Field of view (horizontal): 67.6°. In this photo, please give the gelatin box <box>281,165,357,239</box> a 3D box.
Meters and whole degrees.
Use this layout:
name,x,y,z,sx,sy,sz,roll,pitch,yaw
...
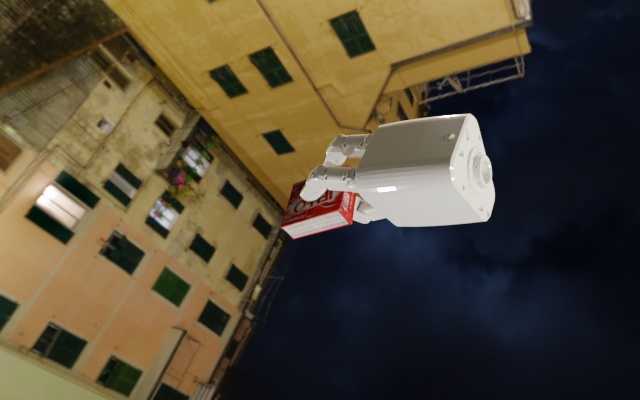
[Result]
name,x,y,z,sx,sy,sz,roll,pitch,yaw
gelatin box,0.000,0.002,0.581,0.089,0.073,0.030,-18,-49,32
